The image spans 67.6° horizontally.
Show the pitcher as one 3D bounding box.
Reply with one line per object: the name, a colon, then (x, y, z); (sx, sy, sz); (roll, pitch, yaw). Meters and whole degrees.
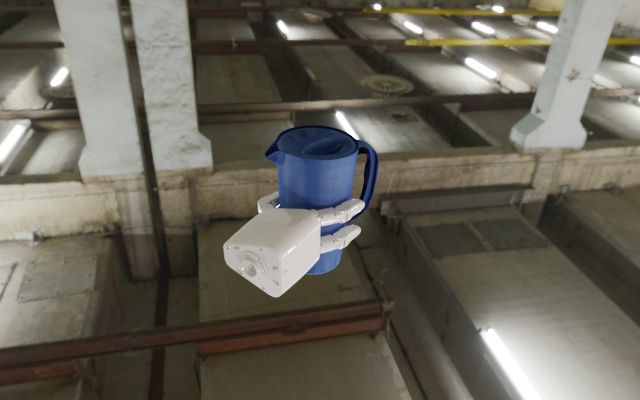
pitcher: (0.000, 0.003, 0.818); (0.149, 0.243, 0.145); (19, 35, 24)
